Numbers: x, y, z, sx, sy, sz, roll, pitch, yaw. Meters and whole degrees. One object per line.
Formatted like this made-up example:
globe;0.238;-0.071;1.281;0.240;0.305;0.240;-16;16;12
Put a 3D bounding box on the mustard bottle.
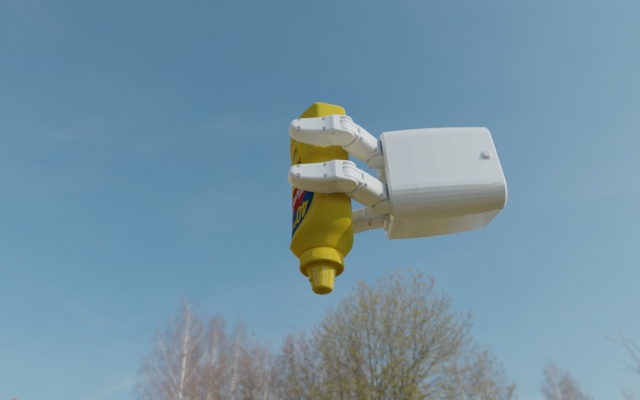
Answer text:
mustard bottle;0.000;0.001;0.473;0.058;0.191;0.096;9;-37;-16
